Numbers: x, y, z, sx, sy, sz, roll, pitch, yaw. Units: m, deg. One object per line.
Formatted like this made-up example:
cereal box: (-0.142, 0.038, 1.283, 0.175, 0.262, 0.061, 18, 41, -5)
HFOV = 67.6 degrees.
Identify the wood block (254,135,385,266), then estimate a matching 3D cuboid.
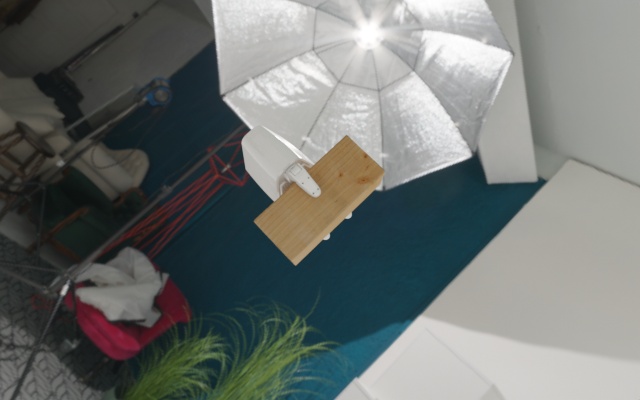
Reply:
wood block: (0.000, 0.002, 0.794, 0.206, 0.090, 0.091, -44, -11, -7)
